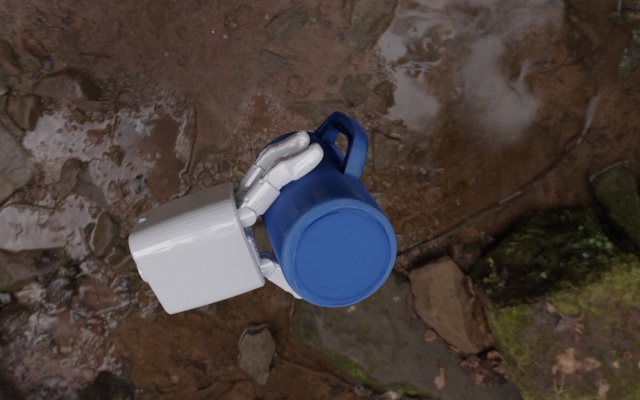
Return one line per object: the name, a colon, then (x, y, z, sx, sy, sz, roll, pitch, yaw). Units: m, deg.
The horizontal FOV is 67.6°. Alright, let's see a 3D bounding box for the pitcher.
pitcher: (0.000, 0.002, 0.527, 0.145, 0.149, 0.242, -18, 22, -5)
